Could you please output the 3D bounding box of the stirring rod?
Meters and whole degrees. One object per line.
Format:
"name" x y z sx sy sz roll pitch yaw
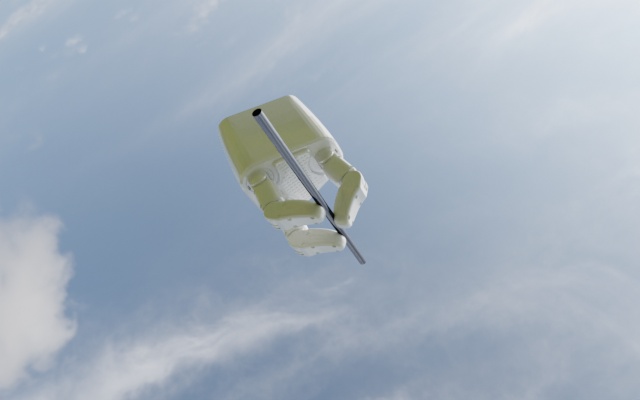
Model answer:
"stirring rod" 0.000 0.001 0.439 0.011 0.011 0.240 0 -33 28
